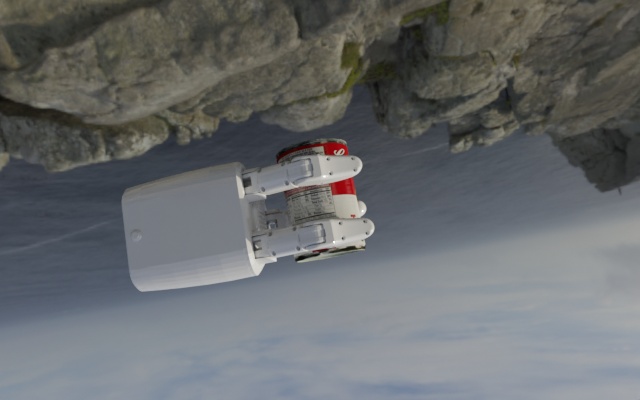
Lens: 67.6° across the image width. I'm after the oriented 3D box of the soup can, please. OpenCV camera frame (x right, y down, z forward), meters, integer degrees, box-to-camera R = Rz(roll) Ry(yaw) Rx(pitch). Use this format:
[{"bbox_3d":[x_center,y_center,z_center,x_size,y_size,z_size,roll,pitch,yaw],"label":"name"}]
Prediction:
[{"bbox_3d":[0.001,0.002,0.443,0.068,0.102,0.068,-10,-9,-2],"label":"soup can"}]
